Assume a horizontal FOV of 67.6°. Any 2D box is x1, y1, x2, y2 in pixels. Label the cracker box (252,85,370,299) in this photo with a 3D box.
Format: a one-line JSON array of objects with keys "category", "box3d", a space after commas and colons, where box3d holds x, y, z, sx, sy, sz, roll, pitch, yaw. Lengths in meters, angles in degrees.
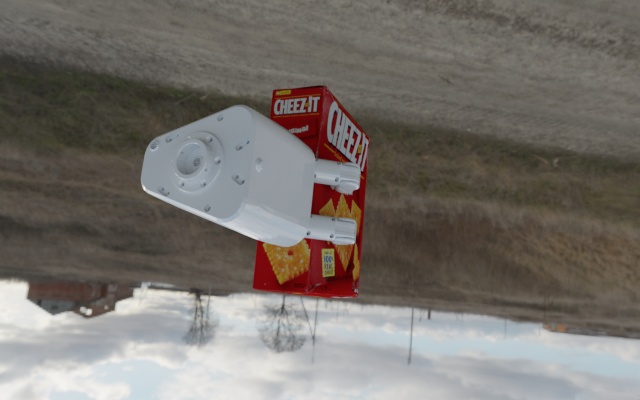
[{"category": "cracker box", "box3d": [0.000, 0.002, 0.549, 0.072, 0.213, 0.164, 1, -12, 23]}]
